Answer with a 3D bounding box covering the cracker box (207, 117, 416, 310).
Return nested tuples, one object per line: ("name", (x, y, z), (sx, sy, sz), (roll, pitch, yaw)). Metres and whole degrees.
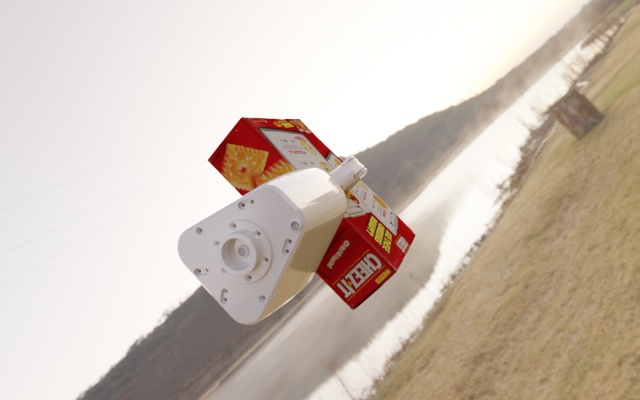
("cracker box", (0.000, 0.002, 0.539), (0.072, 0.213, 0.164), (-46, -7, 19))
